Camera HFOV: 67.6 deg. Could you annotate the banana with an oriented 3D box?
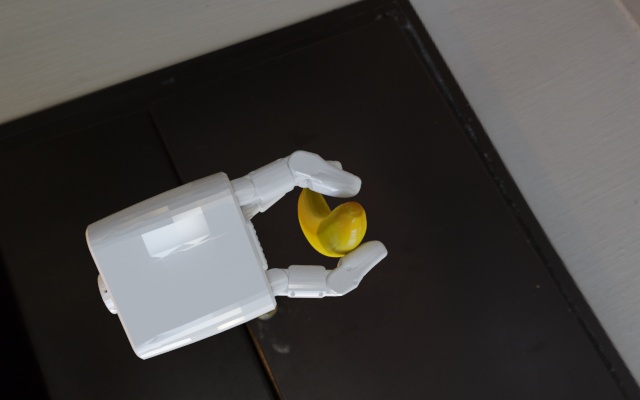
[{"bbox_3d":[0.004,0.018,0.446,0.037,0.070,0.197,-19,15,-10],"label":"banana"}]
